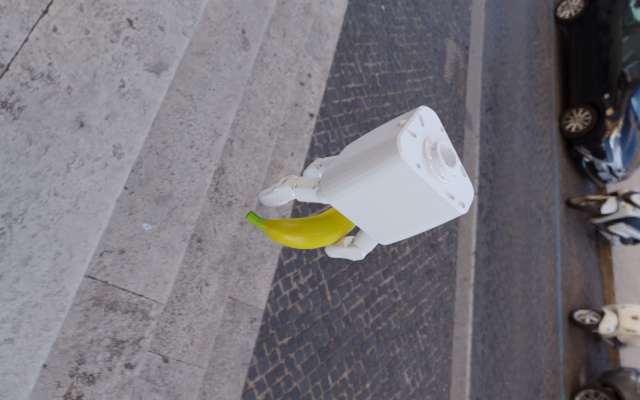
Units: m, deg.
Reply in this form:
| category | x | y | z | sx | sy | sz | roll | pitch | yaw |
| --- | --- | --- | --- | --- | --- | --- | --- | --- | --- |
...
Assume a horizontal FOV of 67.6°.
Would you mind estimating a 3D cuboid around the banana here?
| category | x | y | z | sx | sy | sz | roll | pitch | yaw |
| --- | --- | --- | --- | --- | --- | --- | --- | --- | --- |
| banana | 0.006 | 0.019 | 0.585 | 0.198 | 0.069 | 0.037 | -16 | -17 | -44 |
